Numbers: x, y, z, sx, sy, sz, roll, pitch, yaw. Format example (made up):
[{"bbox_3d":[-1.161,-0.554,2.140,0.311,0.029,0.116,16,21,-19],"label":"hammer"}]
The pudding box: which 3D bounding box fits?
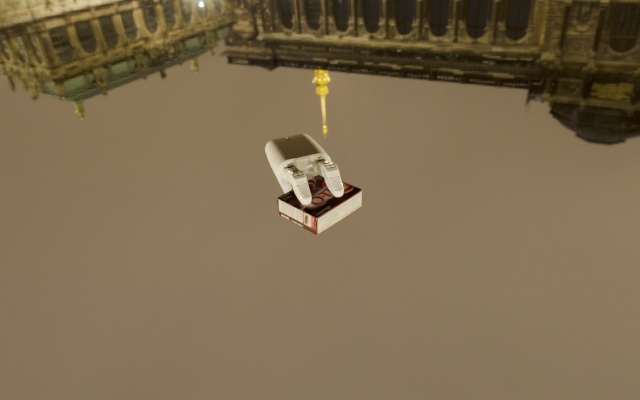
[{"bbox_3d":[0.000,0.003,0.778,0.090,0.039,0.113,24,43,36],"label":"pudding box"}]
